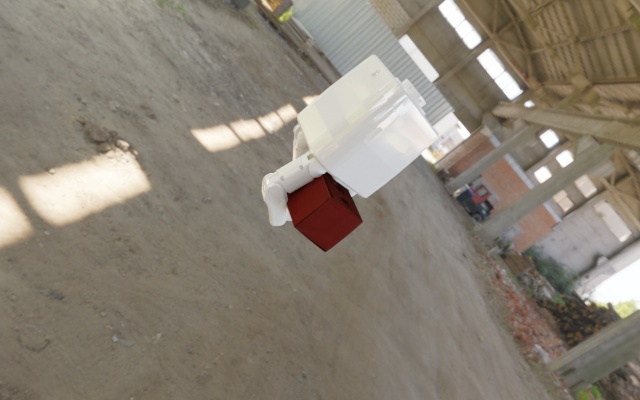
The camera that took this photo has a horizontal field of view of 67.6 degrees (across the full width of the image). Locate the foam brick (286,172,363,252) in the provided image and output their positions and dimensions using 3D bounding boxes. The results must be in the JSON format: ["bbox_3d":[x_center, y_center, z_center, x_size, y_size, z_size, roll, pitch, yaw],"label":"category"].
[{"bbox_3d":[0.000,0.002,0.494,0.051,0.078,0.053,-38,-51,14],"label":"foam brick"}]
